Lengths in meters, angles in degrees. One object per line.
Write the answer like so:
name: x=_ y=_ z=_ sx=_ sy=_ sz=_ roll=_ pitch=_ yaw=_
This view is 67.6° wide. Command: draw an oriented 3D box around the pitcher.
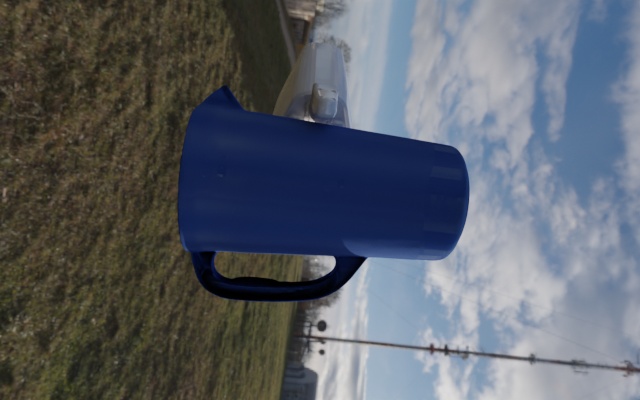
pitcher: x=0.000 y=0.001 z=0.436 sx=0.243 sy=0.145 sz=0.149 roll=6 pitch=-45 yaw=-4
